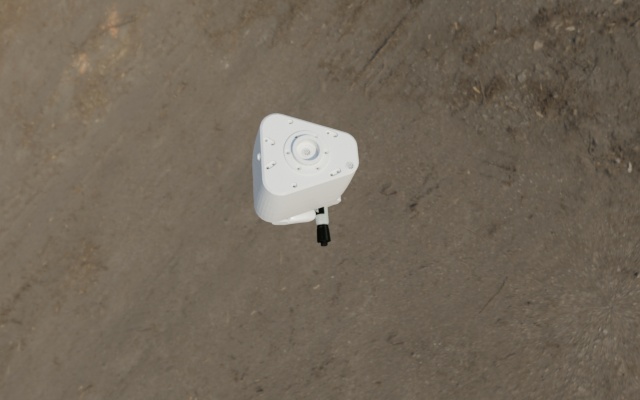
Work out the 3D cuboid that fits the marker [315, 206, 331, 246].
[{"bbox_3d":[0.000,0.002,0.649,0.020,0.121,0.020,-5,-15,-1],"label":"marker"}]
